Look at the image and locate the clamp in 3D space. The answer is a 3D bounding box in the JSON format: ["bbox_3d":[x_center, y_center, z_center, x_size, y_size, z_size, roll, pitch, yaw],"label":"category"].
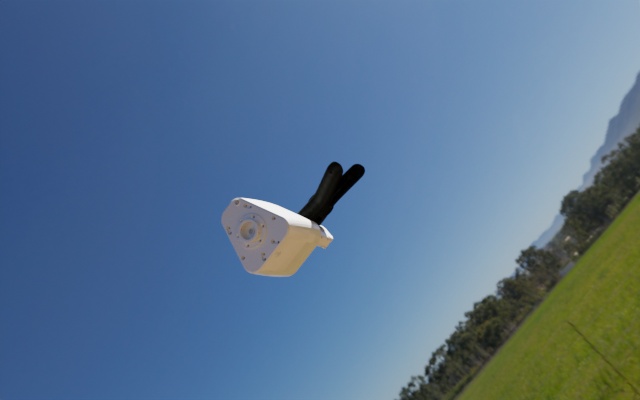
[{"bbox_3d":[0.000,0.002,0.765,0.039,0.171,0.120,41,8,23],"label":"clamp"}]
